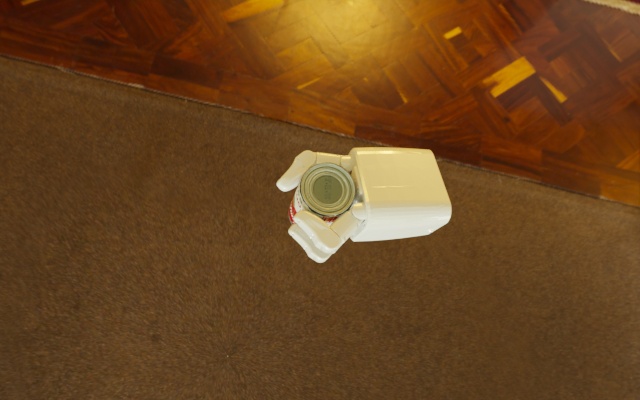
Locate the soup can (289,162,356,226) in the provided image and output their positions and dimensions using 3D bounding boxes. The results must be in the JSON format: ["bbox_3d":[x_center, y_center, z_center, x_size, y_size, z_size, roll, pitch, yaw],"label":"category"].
[{"bbox_3d":[0.000,0.002,0.592,0.068,0.068,0.102,0,-18,-11],"label":"soup can"}]
